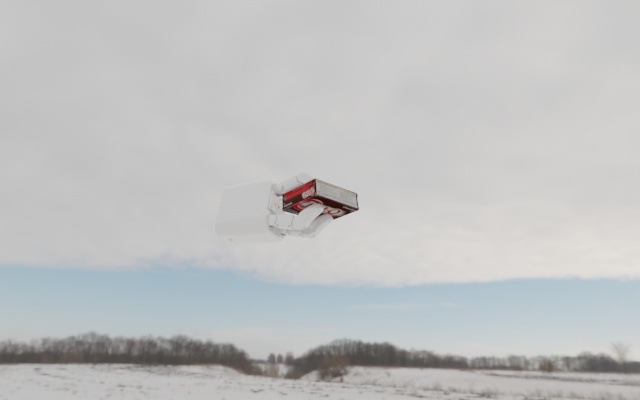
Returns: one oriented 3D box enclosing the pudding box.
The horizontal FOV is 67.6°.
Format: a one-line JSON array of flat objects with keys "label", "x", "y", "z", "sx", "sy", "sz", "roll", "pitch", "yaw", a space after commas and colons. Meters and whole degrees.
[{"label": "pudding box", "x": 0.000, "y": 0.003, "z": 0.870, "sx": 0.113, "sy": 0.039, "sz": 0.090, "roll": 16, "pitch": -28, "yaw": -41}]
